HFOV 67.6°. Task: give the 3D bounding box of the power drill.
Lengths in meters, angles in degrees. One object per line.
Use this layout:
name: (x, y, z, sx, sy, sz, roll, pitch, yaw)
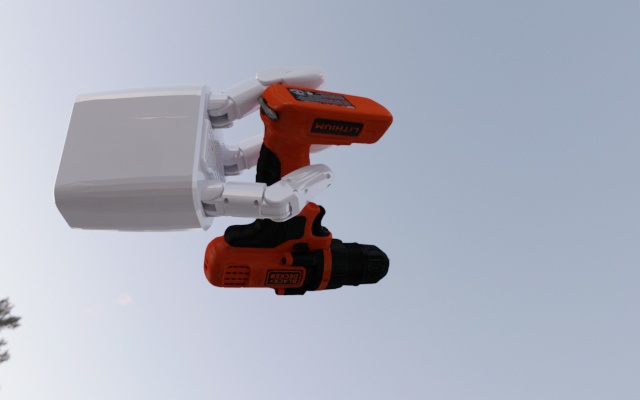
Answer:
power drill: (0.000, 0.001, 0.423, 0.184, 0.188, 0.057, 3, 26, -25)
